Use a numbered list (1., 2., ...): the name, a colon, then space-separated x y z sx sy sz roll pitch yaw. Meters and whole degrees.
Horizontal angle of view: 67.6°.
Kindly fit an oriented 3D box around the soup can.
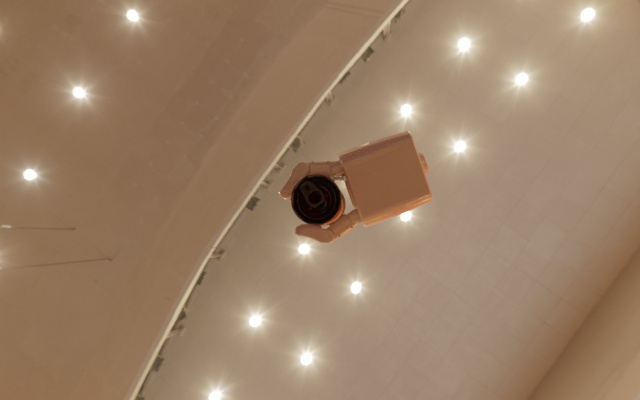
1. soup can: 0.000 0.003 0.683 0.068 0.068 0.102 0 -4 7
